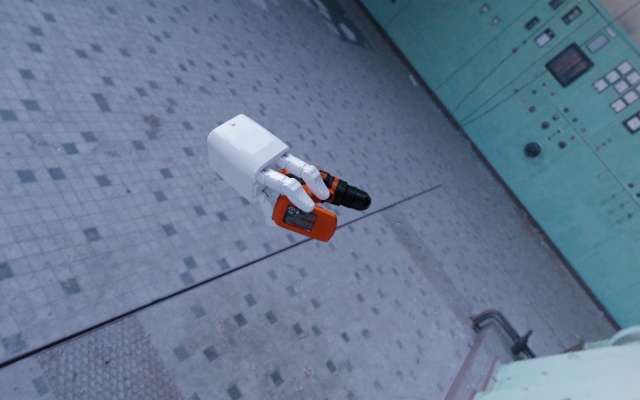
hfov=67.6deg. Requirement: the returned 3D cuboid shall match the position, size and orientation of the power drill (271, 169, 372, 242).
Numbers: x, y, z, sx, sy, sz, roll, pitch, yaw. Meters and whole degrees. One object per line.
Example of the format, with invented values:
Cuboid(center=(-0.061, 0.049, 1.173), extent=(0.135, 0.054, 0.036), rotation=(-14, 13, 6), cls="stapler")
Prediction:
Cuboid(center=(0.000, 0.003, 0.847), extent=(0.184, 0.057, 0.187), rotation=(19, 23, 0), cls="power drill")
